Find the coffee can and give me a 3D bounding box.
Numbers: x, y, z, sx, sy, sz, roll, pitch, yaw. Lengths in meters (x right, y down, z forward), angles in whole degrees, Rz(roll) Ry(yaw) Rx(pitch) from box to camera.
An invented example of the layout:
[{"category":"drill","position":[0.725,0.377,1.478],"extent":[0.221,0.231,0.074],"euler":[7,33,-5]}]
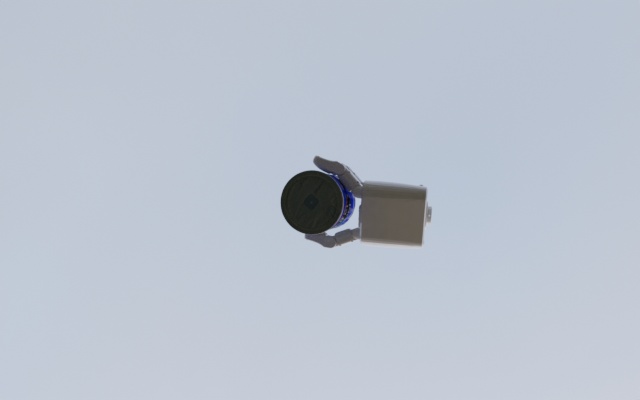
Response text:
[{"category":"coffee can","position":[0.000,0.003,0.822],"extent":[0.103,0.103,0.140],"euler":[0,0,12]}]
